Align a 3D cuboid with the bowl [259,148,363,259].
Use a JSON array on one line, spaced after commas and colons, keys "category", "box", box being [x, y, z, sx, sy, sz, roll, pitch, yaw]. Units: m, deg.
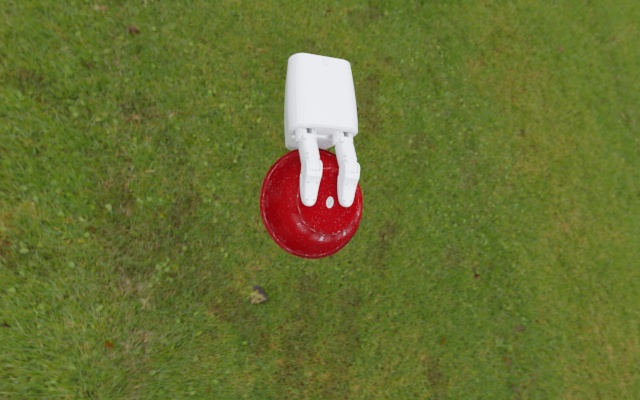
[{"category": "bowl", "box": [0.001, 0.003, 0.663, 0.162, 0.162, 0.055, 0, -3, -24]}]
